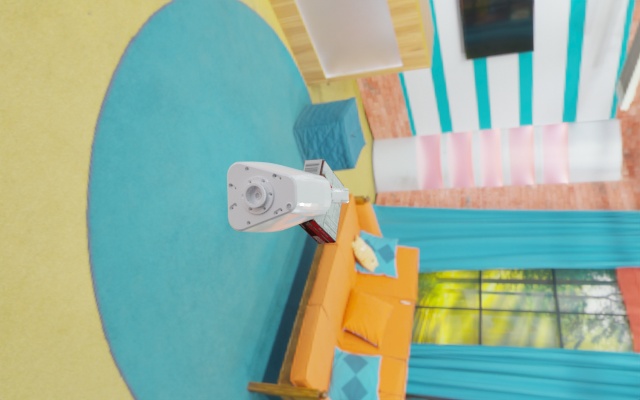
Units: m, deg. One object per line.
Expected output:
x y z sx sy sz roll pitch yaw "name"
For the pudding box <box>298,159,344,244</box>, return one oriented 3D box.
0.000 0.003 0.777 0.039 0.113 0.090 -3 -30 26 "pudding box"
